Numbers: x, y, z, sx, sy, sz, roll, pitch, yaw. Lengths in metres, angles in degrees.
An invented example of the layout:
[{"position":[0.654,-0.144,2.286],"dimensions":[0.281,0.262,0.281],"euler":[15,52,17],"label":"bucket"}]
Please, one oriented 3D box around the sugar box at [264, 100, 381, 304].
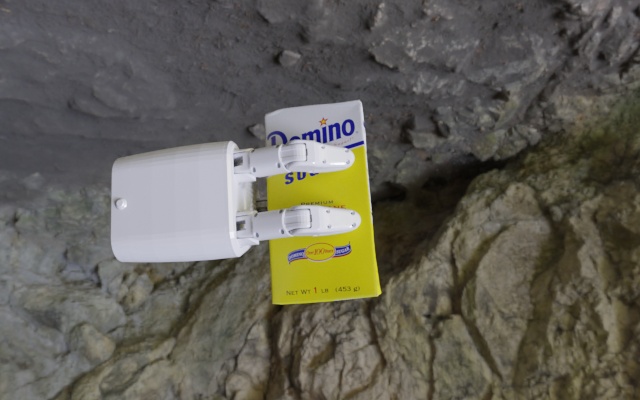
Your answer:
[{"position":[0.000,0.001,0.432],"dimensions":[0.093,0.176,0.048],"euler":[-6,-11,7],"label":"sugar box"}]
